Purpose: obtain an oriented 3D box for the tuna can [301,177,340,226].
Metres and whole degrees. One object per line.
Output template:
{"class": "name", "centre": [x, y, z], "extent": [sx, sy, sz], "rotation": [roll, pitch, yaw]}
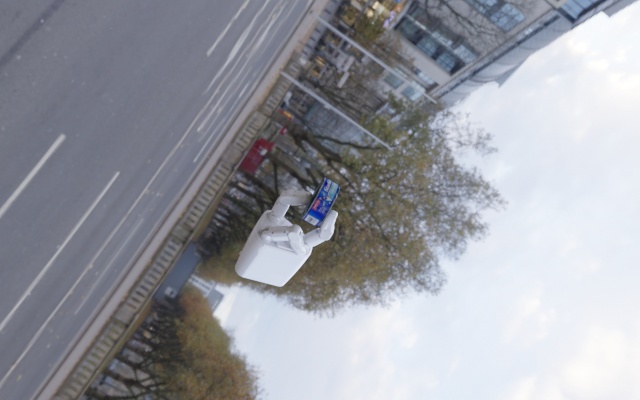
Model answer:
{"class": "tuna can", "centre": [0.001, 0.003, 0.854], "extent": [0.034, 0.086, 0.086], "rotation": [29, -3, -6]}
